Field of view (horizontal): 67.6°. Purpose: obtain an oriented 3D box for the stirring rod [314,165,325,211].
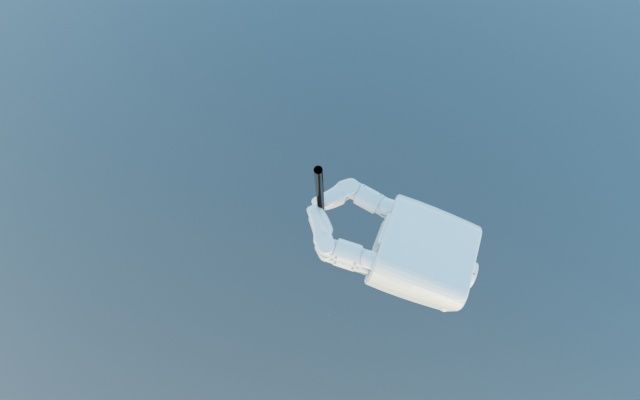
[{"bbox_3d":[0.000,0.002,0.528,0.011,0.011,0.239,0,-14,1],"label":"stirring rod"}]
